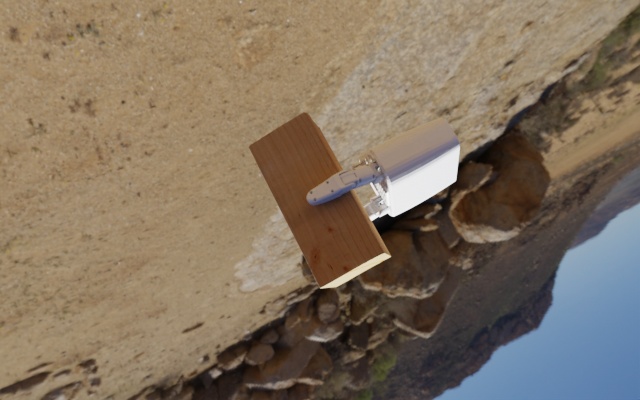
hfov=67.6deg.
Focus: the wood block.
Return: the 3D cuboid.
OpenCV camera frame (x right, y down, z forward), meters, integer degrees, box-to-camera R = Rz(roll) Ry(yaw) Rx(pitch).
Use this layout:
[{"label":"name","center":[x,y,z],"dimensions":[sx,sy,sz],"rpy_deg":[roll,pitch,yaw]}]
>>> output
[{"label":"wood block","center":[0.000,0.002,0.629],"dimensions":[0.090,0.206,0.091],"rpy_deg":[-30,-15,8]}]
